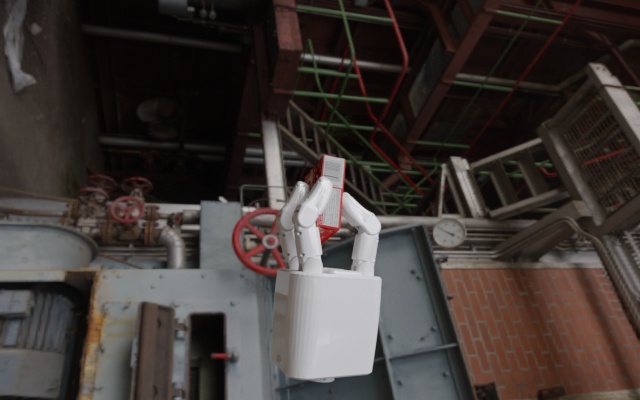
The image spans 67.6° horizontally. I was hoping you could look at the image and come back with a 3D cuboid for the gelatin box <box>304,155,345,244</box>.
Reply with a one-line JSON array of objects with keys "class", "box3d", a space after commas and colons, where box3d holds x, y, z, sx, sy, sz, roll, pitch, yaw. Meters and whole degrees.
[{"class": "gelatin box", "box3d": [0.001, 0.002, 0.555, 0.030, 0.089, 0.073, 11, -21, -15]}]
